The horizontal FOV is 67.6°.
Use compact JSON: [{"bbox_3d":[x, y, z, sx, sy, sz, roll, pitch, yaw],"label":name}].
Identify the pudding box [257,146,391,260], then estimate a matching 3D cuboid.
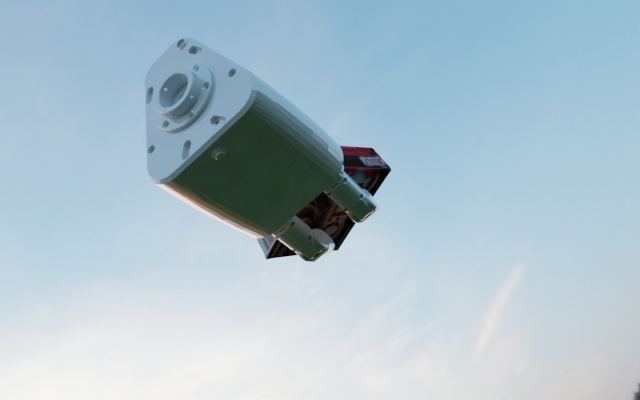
[{"bbox_3d":[0.000,0.001,0.440,0.090,0.039,0.113,-1,-44,-39],"label":"pudding box"}]
